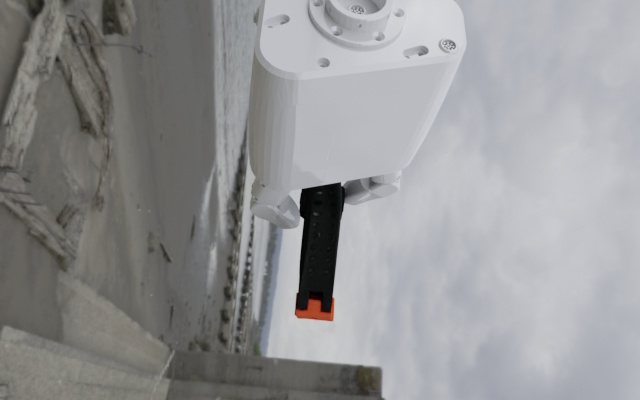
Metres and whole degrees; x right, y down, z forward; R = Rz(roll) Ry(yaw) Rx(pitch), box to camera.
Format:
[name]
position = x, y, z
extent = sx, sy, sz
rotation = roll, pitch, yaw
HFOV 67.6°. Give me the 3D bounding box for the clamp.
[clamp]
position = 0.001, 0.002, 0.408
extent = 0.036, 0.210, 0.165
rotation = 6, -26, -3
